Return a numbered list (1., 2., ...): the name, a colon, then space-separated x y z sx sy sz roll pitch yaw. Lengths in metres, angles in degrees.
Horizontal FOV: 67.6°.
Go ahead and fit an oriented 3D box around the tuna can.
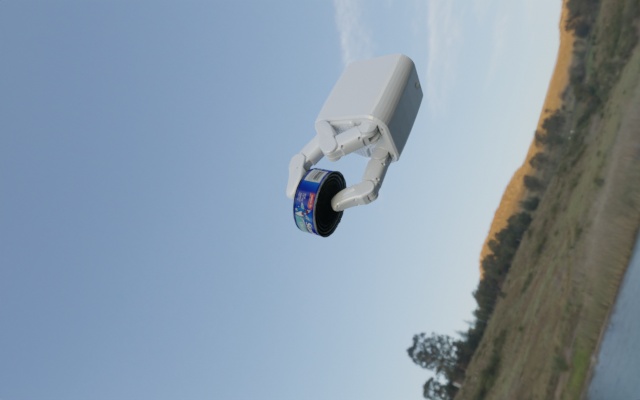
1. tuna can: 0.000 0.002 0.609 0.034 0.086 0.086 12 6 27
